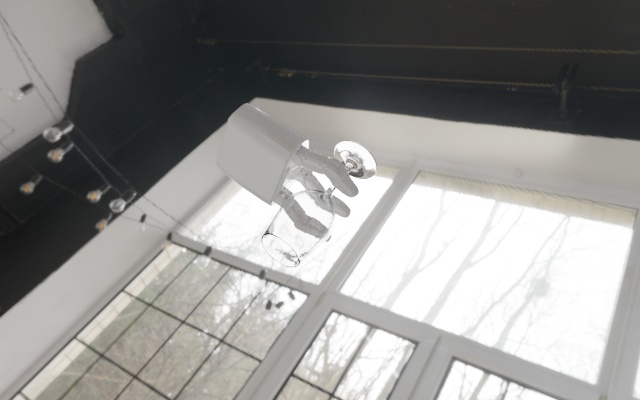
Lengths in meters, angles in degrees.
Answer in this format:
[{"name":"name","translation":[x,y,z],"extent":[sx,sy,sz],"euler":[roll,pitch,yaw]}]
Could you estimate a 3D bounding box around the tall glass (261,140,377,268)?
[{"name":"tall glass","translation":[0.001,0.002,0.675],"extent":[0.079,0.079,0.201],"euler":[0,40,44]}]
